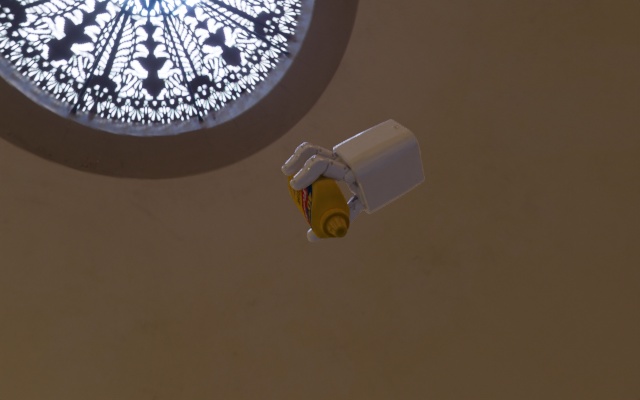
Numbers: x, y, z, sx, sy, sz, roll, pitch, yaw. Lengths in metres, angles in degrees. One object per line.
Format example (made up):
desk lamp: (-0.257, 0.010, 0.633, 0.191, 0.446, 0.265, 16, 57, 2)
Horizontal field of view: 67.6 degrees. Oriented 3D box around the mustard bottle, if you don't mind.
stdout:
mustard bottle: (0.000, 0.002, 0.717, 0.058, 0.096, 0.191, -8, 27, -16)
